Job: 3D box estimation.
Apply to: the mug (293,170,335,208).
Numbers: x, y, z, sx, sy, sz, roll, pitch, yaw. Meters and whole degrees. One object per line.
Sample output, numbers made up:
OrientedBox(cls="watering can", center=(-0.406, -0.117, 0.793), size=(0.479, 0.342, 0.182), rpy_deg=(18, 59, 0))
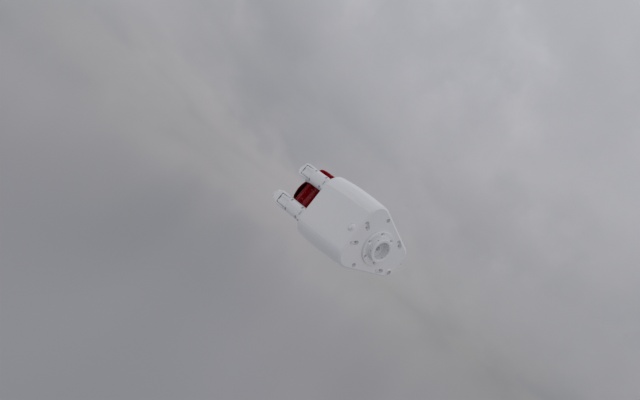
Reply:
OrientedBox(cls="mug", center=(0.000, 0.002, 0.749), size=(0.093, 0.081, 0.117), rpy_deg=(41, -3, -39))
